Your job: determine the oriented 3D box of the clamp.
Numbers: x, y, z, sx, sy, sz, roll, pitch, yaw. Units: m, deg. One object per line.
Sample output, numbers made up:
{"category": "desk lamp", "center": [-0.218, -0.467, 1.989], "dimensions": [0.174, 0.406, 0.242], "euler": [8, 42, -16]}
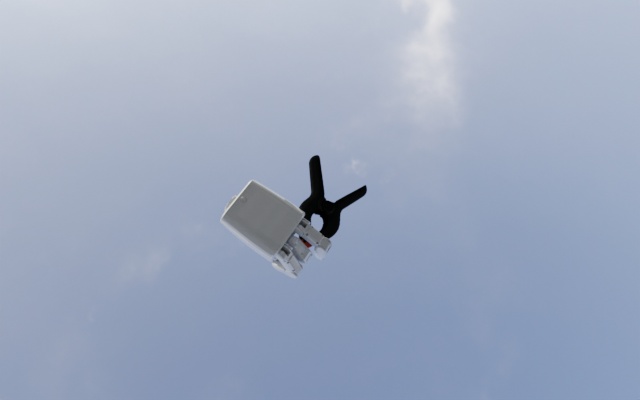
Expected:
{"category": "clamp", "center": [0.000, 0.003, 0.842], "dimensions": [0.120, 0.171, 0.039], "euler": [36, -31, -2]}
